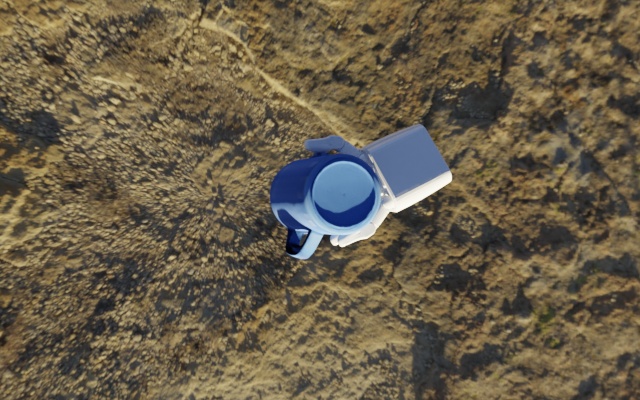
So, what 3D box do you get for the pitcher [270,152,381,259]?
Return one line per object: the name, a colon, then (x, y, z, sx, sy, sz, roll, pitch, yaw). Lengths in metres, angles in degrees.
pitcher: (0.000, 0.002, 0.736, 0.145, 0.149, 0.243, -25, 6, -12)
